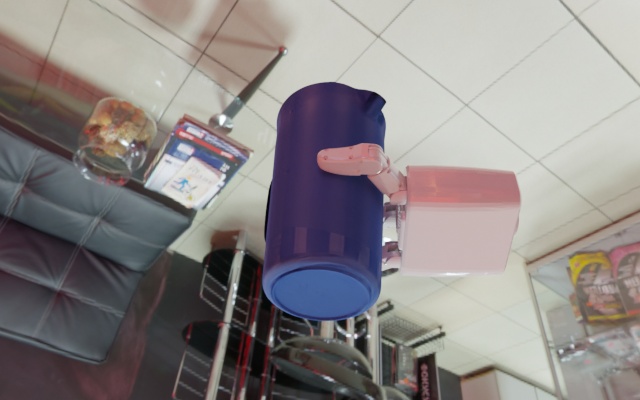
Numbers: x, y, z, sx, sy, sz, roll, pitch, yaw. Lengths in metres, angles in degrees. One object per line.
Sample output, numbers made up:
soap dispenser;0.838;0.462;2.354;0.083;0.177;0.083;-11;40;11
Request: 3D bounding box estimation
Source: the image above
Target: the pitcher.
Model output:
pitcher;0.000;0.002;0.511;0.145;0.242;0.149;1;-42;4
